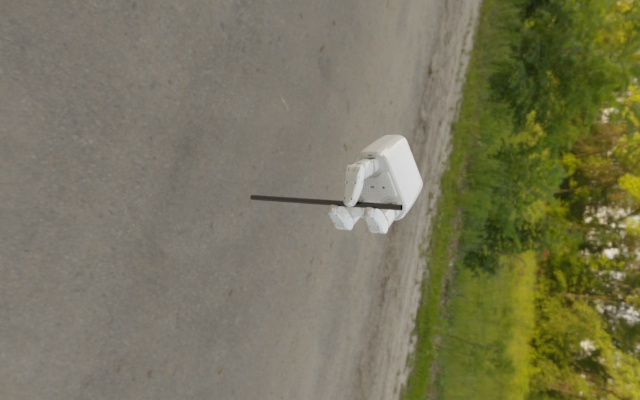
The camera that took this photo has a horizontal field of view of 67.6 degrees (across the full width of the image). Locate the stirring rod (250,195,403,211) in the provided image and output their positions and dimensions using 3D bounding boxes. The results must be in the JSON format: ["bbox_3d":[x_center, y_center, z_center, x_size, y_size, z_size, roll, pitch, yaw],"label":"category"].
[{"bbox_3d":[0.000,0.002,0.680,0.239,0.011,0.011,4,2,28],"label":"stirring rod"}]
